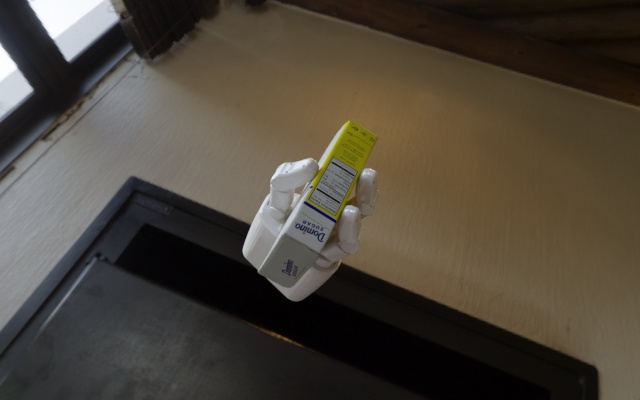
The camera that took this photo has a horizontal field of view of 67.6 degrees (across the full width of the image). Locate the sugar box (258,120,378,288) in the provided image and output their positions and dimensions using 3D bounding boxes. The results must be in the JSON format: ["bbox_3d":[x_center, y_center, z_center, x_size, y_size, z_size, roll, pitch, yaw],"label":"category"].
[{"bbox_3d":[0.001,0.002,0.512,0.048,0.176,0.093,29,-37,-5],"label":"sugar box"}]
